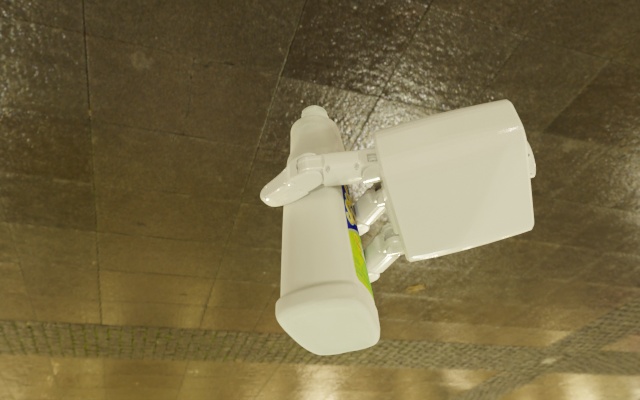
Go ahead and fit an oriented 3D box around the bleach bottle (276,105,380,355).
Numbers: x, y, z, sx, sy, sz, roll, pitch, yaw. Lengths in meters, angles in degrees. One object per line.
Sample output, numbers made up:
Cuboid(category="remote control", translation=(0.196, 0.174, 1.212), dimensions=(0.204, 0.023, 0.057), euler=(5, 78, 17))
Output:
Cuboid(category="bleach bottle", translation=(0.000, 0.002, 0.434), dimensions=(0.068, 0.250, 0.103), euler=(-14, -39, 11))
